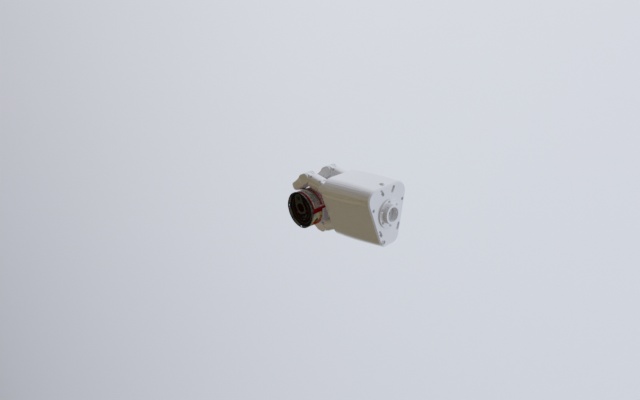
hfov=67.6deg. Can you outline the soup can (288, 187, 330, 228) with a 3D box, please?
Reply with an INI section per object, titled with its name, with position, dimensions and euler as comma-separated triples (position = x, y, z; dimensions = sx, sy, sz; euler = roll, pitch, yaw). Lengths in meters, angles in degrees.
[soup can]
position = 0.000, 0.003, 0.878
dimensions = 0.102, 0.068, 0.068
euler = -21, 13, -38
